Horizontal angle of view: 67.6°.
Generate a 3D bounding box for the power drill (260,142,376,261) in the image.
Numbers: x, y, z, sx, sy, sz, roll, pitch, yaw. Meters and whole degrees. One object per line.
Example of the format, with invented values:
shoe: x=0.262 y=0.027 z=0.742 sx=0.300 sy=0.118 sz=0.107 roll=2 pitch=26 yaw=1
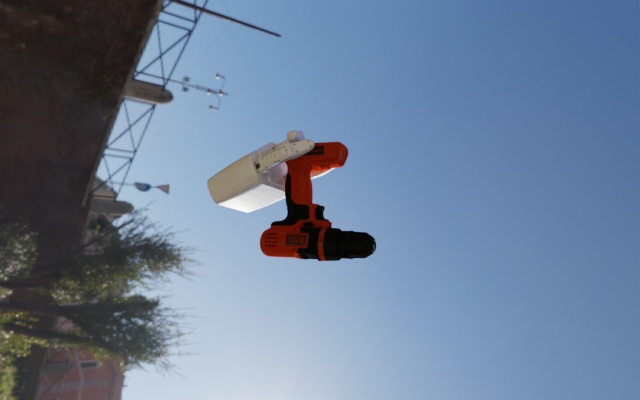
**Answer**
power drill: x=0.000 y=0.002 z=0.753 sx=0.184 sy=0.187 sz=0.057 roll=0 pitch=-19 yaw=17
